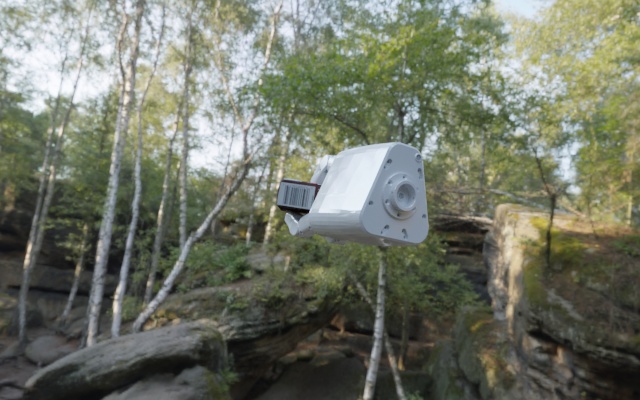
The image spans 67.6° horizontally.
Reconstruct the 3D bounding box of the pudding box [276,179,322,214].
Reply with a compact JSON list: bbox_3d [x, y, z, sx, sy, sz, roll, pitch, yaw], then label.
[{"bbox_3d":[0.000,0.002,0.646,0.113,0.039,0.090,10,-6,0],"label":"pudding box"}]
